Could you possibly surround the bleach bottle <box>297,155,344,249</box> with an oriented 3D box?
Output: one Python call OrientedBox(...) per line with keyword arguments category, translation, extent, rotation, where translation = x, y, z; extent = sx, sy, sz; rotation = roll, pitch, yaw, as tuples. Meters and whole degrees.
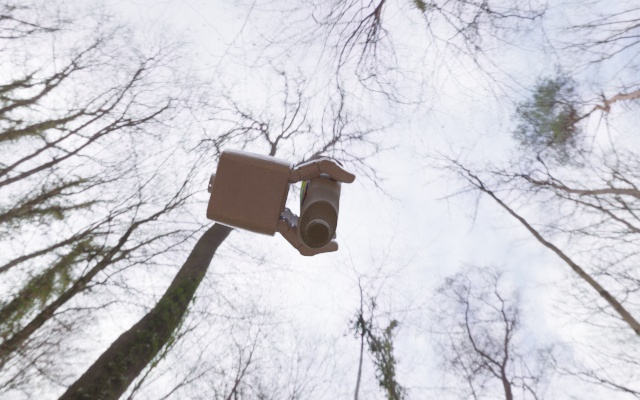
OrientedBox(category="bleach bottle", translation=(0.000, 0.002, 0.720), extent=(0.068, 0.102, 0.250), rotation=(15, 14, -3))
